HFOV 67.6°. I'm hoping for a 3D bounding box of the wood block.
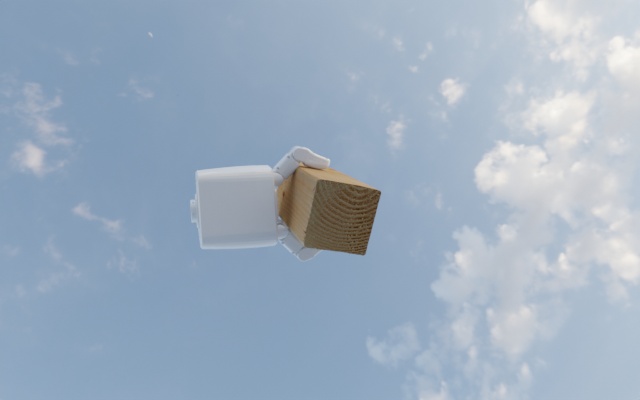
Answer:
[{"bbox_3d":[0.000,0.002,0.699,0.090,0.091,0.206,10,9,-18],"label":"wood block"}]
